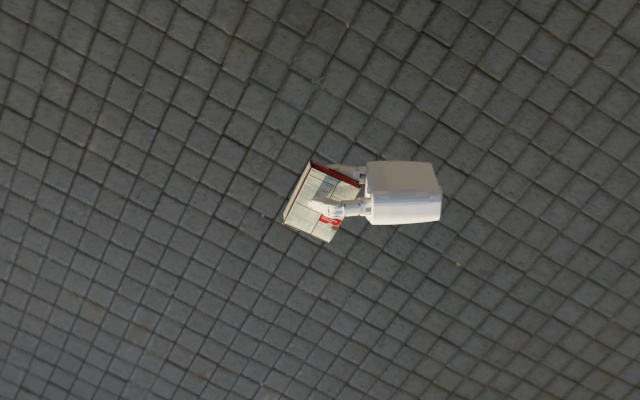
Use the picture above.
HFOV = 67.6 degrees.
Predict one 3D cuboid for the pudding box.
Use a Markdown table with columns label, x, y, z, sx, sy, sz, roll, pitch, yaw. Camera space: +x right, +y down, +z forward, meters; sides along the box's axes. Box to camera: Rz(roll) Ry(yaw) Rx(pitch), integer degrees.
| label | x | y | z | sx | sy | sz | roll | pitch | yaw |
| --- | --- | --- | --- | --- | --- | --- | --- | --- | --- |
| pudding box | 0.000 | 0.003 | 0.774 | 0.090 | 0.113 | 0.039 | 24 | 18 | -11 |
